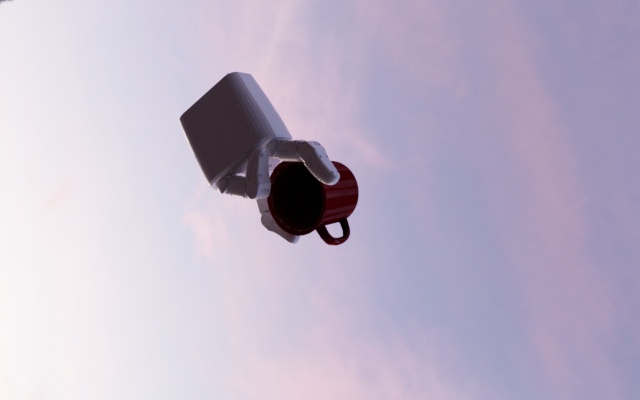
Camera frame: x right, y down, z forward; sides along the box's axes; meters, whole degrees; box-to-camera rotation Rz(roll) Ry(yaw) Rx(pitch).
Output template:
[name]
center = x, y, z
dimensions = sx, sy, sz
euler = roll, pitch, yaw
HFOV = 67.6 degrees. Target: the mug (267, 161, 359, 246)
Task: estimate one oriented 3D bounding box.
[mug]
center = 0.001, 0.003, 0.591
dimensions = 0.093, 0.117, 0.081
euler = -42, -20, 34
